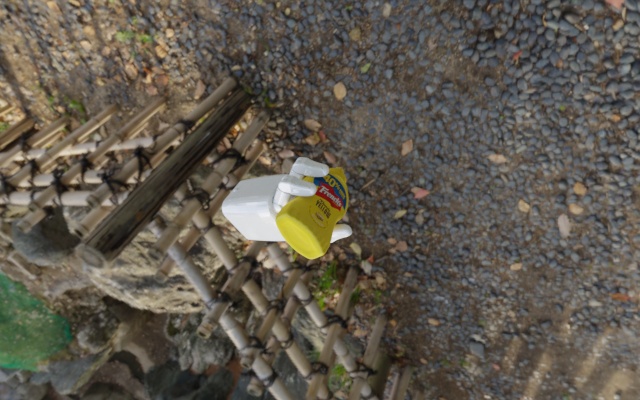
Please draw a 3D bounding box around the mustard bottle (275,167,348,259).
[{"bbox_3d":[0.000,0.003,0.809,0.058,0.096,0.191,-29,20,40],"label":"mustard bottle"}]
